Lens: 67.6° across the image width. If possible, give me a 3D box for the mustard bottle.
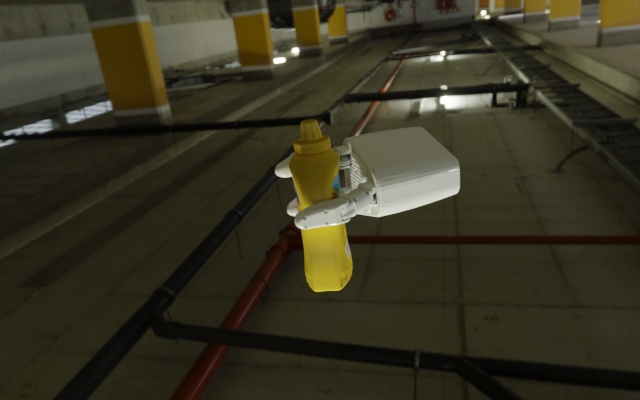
[{"bbox_3d":[0.000,0.002,0.554,0.058,0.192,0.096,-4,22,8],"label":"mustard bottle"}]
